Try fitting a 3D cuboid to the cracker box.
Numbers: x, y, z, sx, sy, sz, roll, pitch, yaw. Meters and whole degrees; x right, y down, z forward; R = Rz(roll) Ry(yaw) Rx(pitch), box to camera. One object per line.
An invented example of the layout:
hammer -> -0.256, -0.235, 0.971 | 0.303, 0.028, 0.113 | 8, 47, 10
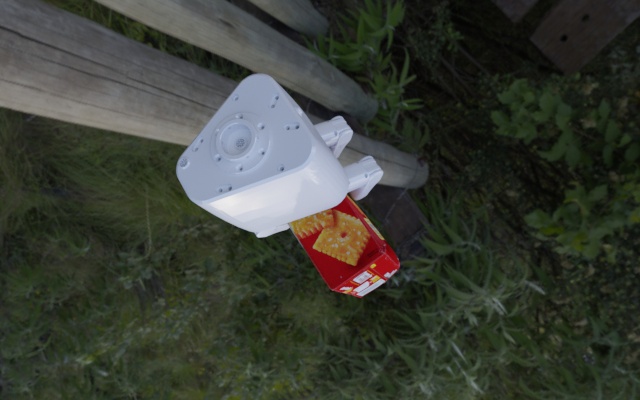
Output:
cracker box -> 0.000, 0.002, 0.547 | 0.072, 0.213, 0.164 | -35, -20, 4
